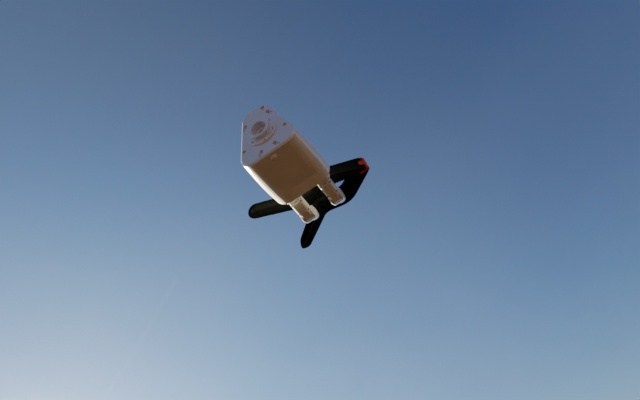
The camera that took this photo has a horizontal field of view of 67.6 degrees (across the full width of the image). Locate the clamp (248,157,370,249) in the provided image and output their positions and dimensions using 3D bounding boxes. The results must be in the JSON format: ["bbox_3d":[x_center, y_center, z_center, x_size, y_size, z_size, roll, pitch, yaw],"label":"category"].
[{"bbox_3d":[0.000,0.002,0.837,0.210,0.036,0.165,-33,-39,9],"label":"clamp"}]
